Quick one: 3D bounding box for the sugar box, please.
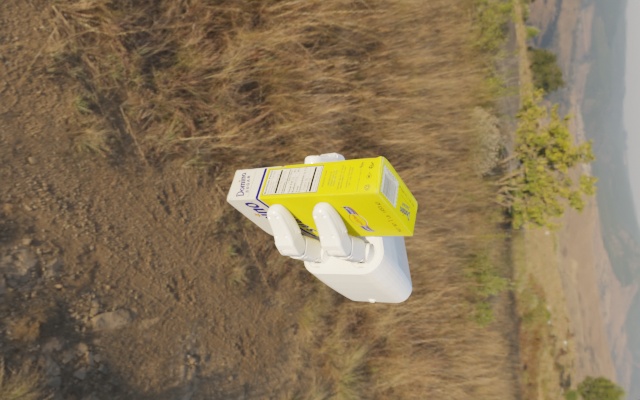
[{"bbox_3d":[0.000,0.002,0.494,0.176,0.048,0.093,-6,-32,31],"label":"sugar box"}]
